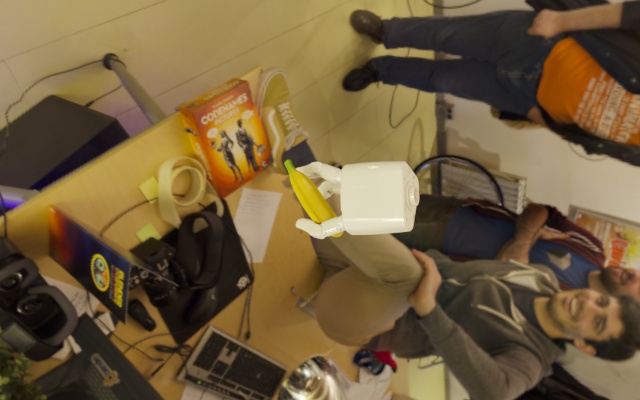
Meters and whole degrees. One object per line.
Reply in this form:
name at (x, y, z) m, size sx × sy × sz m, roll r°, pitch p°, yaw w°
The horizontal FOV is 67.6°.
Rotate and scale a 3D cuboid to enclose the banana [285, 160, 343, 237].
banana at (0.000, 0.013, 0.837) m, size 0.037 × 0.198 × 0.069 m, roll -23°, pitch 38°, yaw 14°
